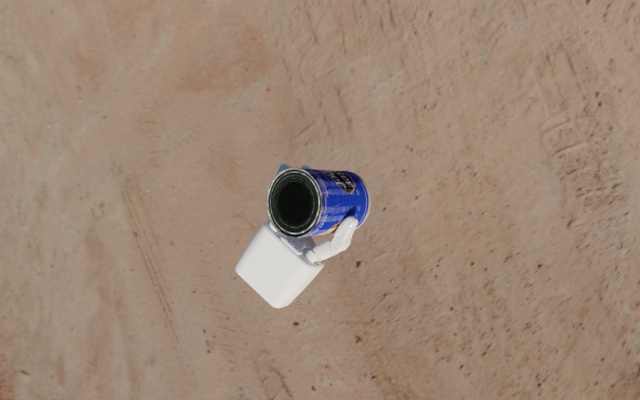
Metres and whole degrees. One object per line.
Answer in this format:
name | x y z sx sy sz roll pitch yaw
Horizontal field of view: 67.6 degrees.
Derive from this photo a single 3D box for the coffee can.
coffee can | 0.000 0.002 0.741 0.103 0.103 0.140 0 1 35
